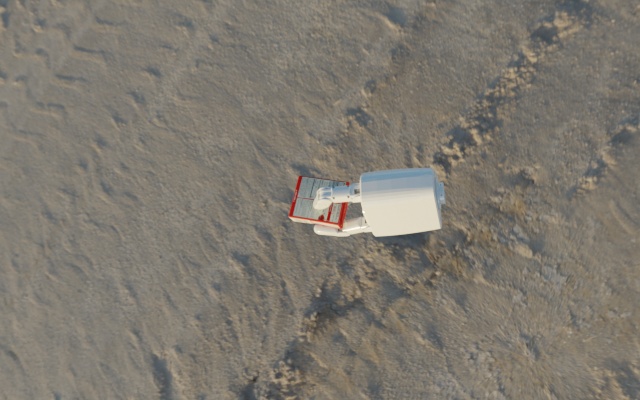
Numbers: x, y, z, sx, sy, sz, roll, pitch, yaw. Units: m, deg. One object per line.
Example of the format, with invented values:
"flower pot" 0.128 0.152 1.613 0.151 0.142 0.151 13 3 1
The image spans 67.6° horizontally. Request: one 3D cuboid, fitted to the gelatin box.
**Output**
"gelatin box" 0.000 0.002 0.776 0.089 0.073 0.030 8 -15 17
